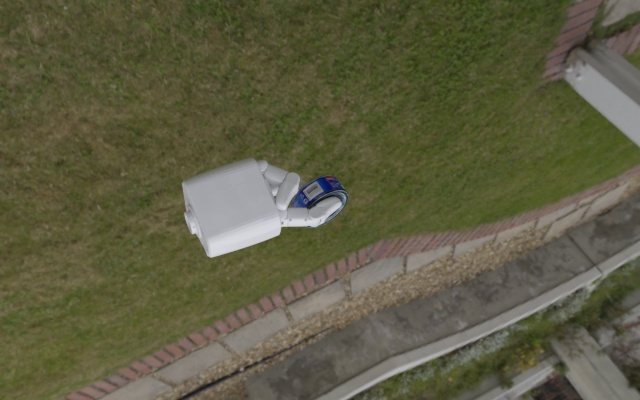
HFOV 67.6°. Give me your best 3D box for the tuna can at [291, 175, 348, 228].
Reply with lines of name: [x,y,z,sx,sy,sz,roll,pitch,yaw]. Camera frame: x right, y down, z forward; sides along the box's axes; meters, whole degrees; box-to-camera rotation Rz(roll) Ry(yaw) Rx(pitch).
tuna can: [0.000,0.003,0.739,0.086,0.033,0.086,-26,-30,-17]
